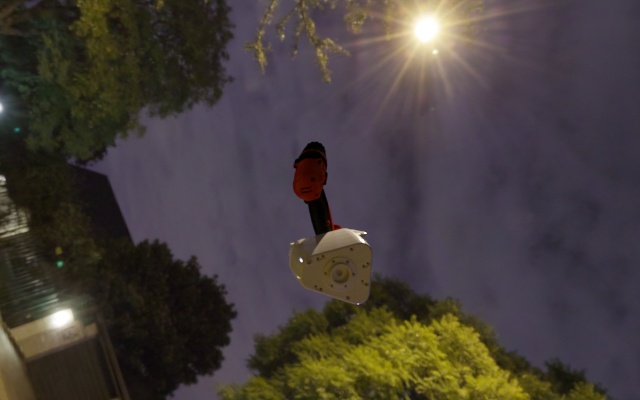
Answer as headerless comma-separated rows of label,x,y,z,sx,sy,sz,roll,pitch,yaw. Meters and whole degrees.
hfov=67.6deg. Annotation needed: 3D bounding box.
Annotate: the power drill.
power drill,0.000,0.003,0.836,0.057,0.188,0.184,-12,25,12
